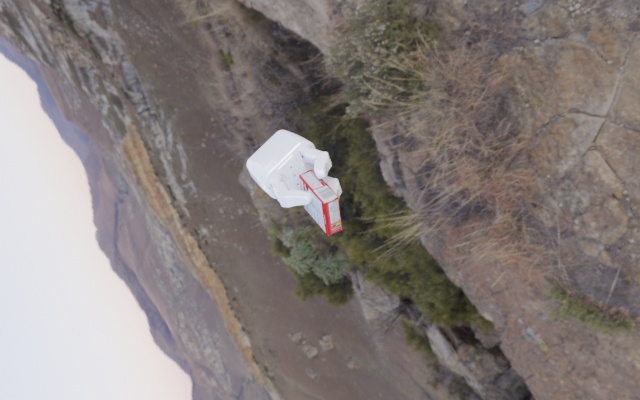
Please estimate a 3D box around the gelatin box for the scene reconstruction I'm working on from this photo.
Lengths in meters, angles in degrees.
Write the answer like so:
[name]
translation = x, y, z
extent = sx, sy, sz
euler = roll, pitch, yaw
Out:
[gelatin box]
translation = 0.000, 0.003, 0.778
extent = 0.030, 0.073, 0.089
euler = -24, 44, -17
